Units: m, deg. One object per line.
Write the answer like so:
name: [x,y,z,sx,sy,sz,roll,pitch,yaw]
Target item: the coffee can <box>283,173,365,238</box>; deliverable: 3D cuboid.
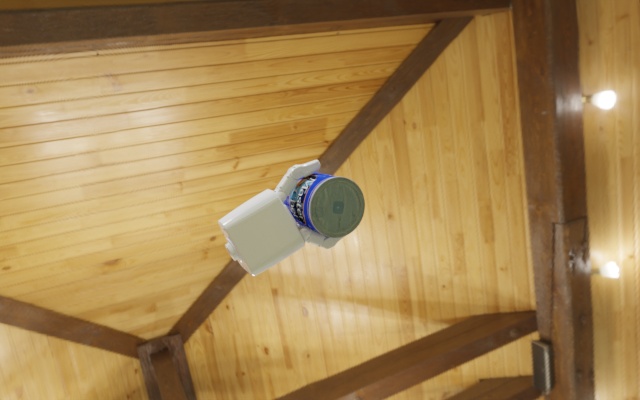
coffee can: [0.000,0.003,0.850,0.103,0.103,0.140,0,8,-25]
